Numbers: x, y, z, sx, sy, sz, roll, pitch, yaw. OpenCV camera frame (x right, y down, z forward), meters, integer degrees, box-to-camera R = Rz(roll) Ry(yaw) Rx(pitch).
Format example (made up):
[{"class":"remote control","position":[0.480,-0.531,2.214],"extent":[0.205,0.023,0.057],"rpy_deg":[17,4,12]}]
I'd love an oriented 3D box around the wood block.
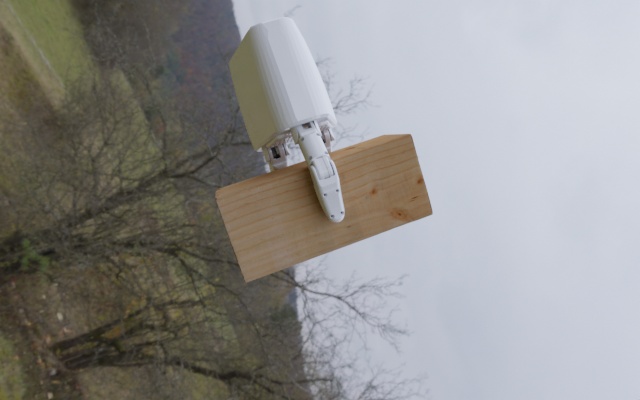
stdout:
[{"class":"wood block","position":[0.000,0.001,0.515],"extent":[0.206,0.090,0.091],"rpy_deg":[-19,11,-9]}]
